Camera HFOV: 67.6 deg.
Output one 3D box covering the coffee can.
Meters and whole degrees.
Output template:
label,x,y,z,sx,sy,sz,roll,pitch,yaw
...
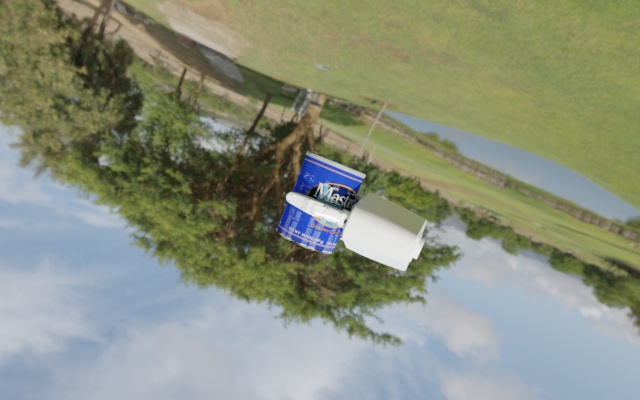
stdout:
label,x,y,z,sx,sy,sz,roll,pitch,yaw
coffee can,0.000,0.002,0.780,0.103,0.140,0.103,22,5,-2
